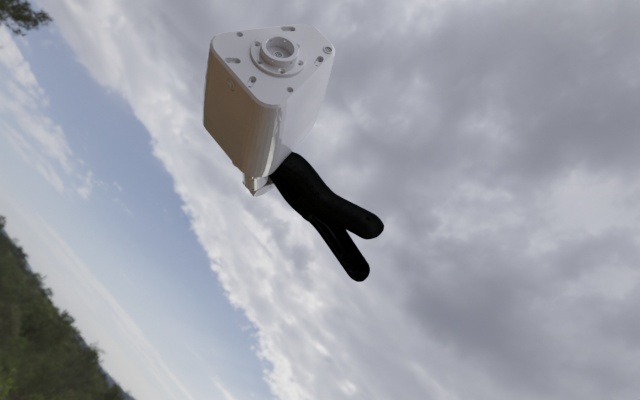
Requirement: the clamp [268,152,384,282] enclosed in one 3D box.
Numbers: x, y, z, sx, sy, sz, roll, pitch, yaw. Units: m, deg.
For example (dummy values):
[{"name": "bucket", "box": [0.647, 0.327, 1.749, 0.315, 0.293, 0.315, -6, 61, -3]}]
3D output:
[{"name": "clamp", "box": [0.000, 0.001, 0.486, 0.039, 0.171, 0.120, -37, -14, -27]}]
